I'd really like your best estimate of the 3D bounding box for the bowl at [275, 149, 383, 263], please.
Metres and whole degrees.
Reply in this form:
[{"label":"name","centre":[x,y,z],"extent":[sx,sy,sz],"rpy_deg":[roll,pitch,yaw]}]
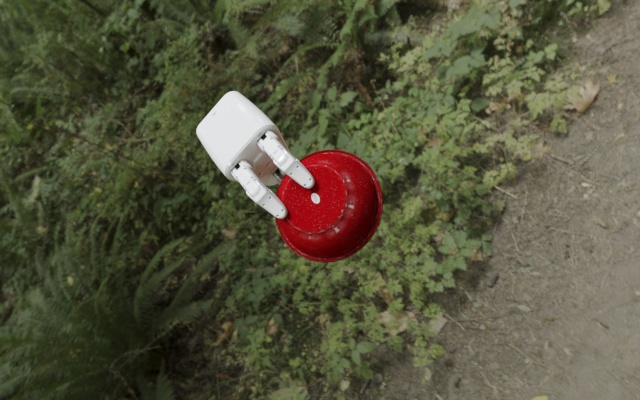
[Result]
[{"label":"bowl","centre":[0.001,0.003,0.647],"extent":[0.162,0.162,0.055],"rpy_deg":[0,-10,20]}]
